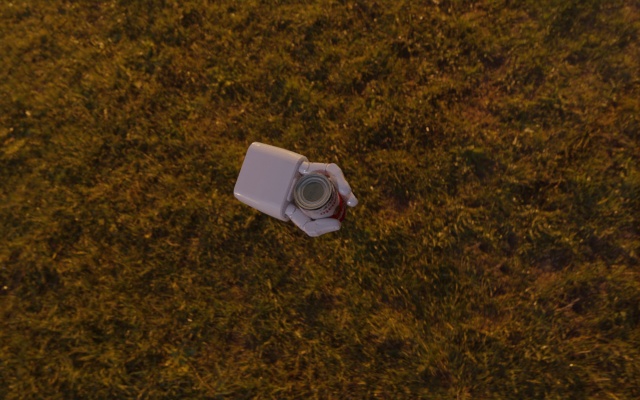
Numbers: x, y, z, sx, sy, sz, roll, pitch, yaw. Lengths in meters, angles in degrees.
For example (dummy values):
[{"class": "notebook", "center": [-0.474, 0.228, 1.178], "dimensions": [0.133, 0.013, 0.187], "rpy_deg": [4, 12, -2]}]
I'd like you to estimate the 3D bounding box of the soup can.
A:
[{"class": "soup can", "center": [0.000, 0.003, 0.813], "dimensions": [0.068, 0.068, 0.102], "rpy_deg": [0, -22, 16]}]
